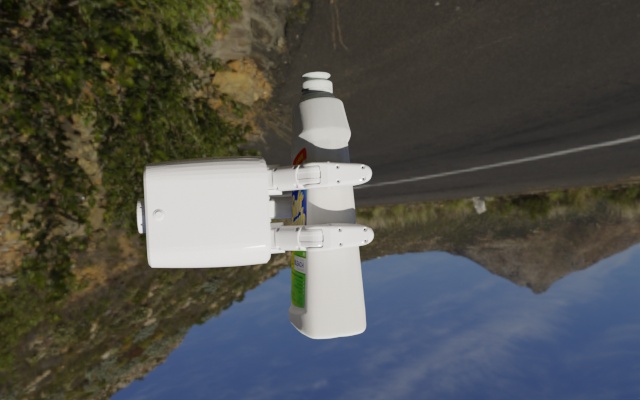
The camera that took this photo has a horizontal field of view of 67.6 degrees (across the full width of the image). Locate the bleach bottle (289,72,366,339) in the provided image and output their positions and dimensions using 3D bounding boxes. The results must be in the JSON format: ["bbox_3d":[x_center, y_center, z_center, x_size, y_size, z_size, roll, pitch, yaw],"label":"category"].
[{"bbox_3d":[0.000,0.002,0.481,0.068,0.251,0.102,-3,-1,-15],"label":"bleach bottle"}]
